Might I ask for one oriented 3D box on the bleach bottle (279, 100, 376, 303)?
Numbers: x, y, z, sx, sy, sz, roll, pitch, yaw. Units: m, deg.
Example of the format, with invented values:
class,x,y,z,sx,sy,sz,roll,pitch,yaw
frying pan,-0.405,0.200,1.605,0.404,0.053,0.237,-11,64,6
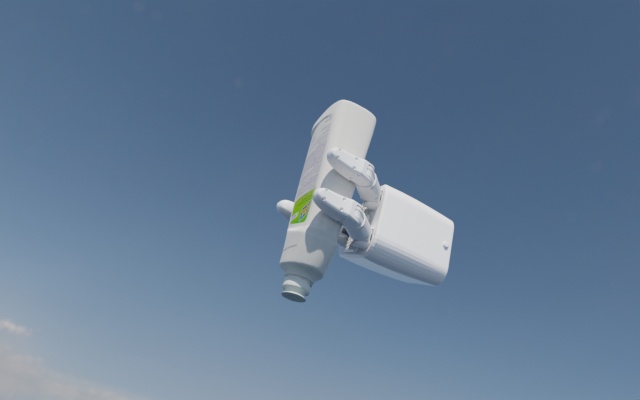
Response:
class,x,y,z,sx,sy,sz,roll,pitch,yaw
bleach bottle,0.000,0.002,0.578,0.068,0.250,0.103,25,-29,-14
